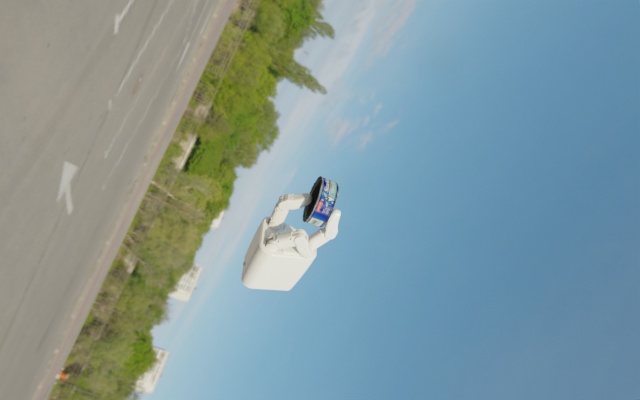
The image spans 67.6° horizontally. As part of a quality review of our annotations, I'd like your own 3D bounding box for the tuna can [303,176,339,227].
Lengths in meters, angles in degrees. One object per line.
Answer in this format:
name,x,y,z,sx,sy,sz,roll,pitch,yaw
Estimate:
tuna can,0.001,0.003,0.839,0.034,0.086,0.086,20,-5,-12
